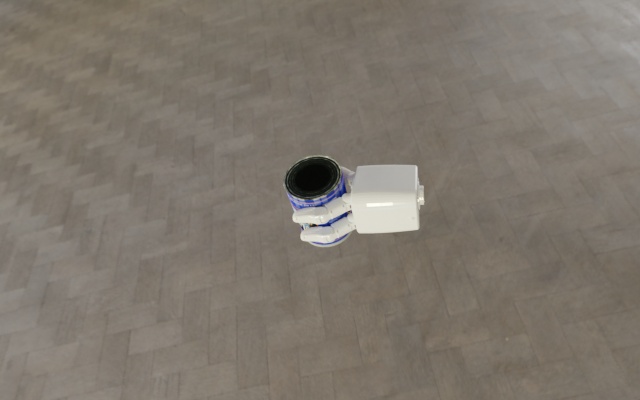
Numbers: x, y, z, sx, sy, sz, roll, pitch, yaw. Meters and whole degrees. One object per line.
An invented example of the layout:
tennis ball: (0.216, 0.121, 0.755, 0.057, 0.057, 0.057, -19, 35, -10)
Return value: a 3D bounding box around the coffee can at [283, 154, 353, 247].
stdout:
coffee can: (0.000, 0.003, 0.857, 0.103, 0.102, 0.140, 0, -39, 15)
